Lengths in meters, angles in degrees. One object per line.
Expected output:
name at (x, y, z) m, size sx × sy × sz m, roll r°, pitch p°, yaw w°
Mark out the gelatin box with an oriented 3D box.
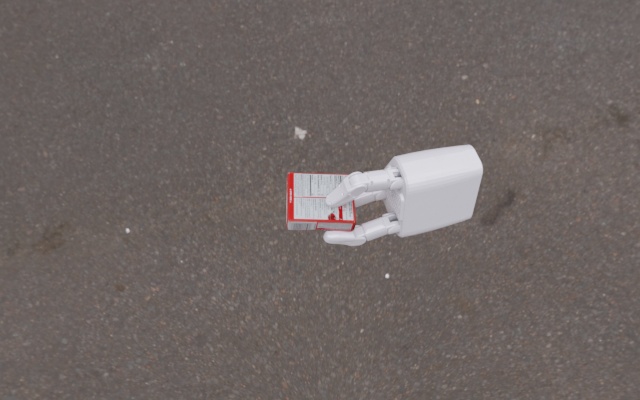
gelatin box at (0.000, 0.002, 0.625) m, size 0.089 × 0.073 × 0.030 m, roll 2°, pitch -29°, yaw -6°
